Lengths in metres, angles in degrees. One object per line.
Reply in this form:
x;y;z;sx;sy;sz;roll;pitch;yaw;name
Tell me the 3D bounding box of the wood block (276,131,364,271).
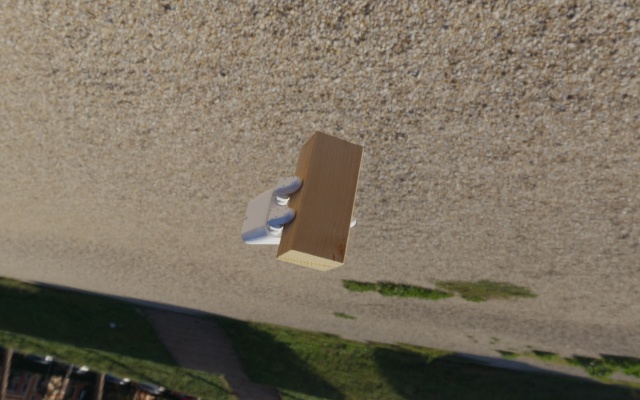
0.000;0.003;0.800;0.091;0.206;0.090;17;-21;-17;wood block
